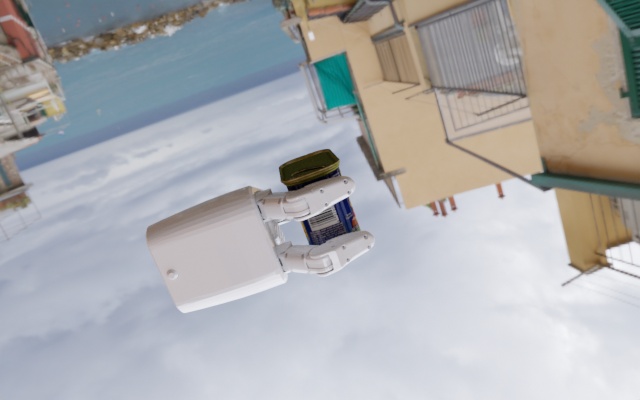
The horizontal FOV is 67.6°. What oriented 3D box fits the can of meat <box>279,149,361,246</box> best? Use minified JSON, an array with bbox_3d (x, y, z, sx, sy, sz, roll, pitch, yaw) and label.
[{"bbox_3d":[0.000,0.002,0.474,0.057,0.084,0.102,-20,15,-2],"label":"can of meat"}]
